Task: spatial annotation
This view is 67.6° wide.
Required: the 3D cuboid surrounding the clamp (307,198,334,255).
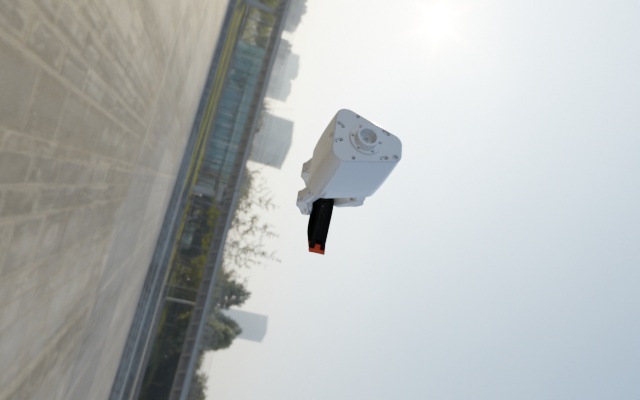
[{"bbox_3d":[0.001,0.003,0.836,0.036,0.209,0.165,13,-29,-9],"label":"clamp"}]
